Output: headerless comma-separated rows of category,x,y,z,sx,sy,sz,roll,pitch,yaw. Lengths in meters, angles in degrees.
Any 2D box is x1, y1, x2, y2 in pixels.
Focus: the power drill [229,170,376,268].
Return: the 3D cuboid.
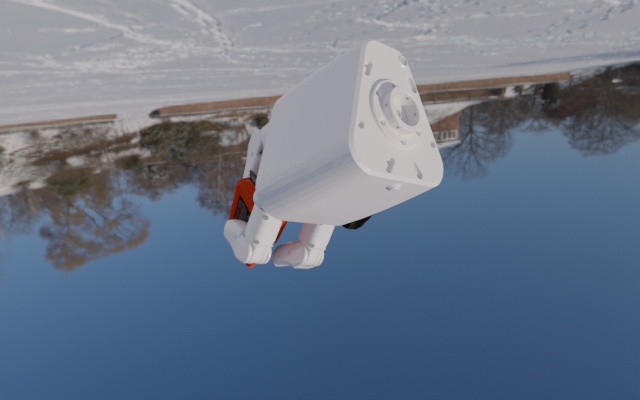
power drill,0.000,0.002,0.497,0.187,0.057,0.184,-23,-23,-27
